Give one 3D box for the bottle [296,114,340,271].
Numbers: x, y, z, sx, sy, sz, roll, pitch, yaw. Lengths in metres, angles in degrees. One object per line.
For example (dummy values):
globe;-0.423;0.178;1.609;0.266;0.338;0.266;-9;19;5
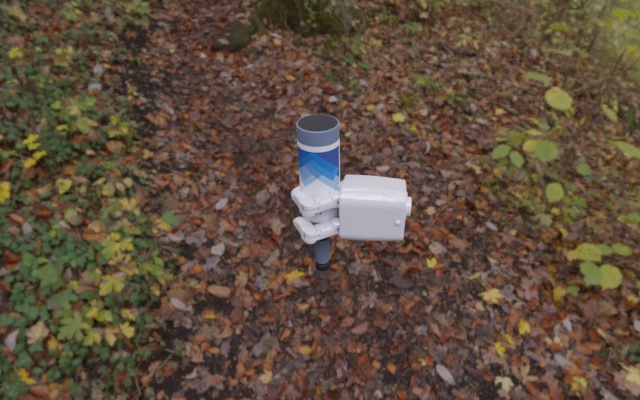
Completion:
bottle;0.000;0.002;0.814;0.069;0.296;0.069;-1;34;1
